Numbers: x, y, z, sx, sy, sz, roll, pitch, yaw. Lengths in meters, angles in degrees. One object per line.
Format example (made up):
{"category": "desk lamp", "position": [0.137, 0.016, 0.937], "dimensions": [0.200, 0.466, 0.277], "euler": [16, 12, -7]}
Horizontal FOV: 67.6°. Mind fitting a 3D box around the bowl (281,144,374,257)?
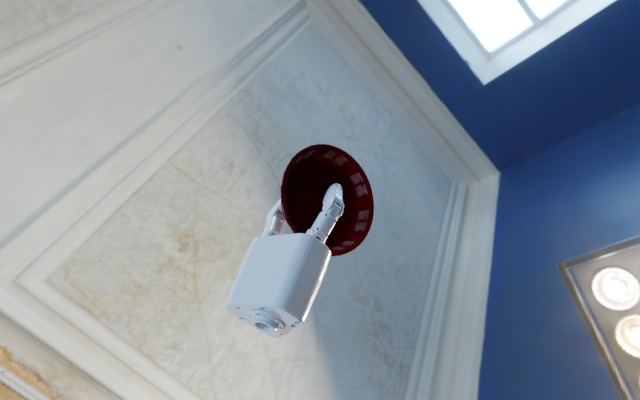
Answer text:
{"category": "bowl", "position": [0.001, 0.002, 0.697], "dimensions": [0.162, 0.162, 0.055], "euler": [0, -10, -35]}
